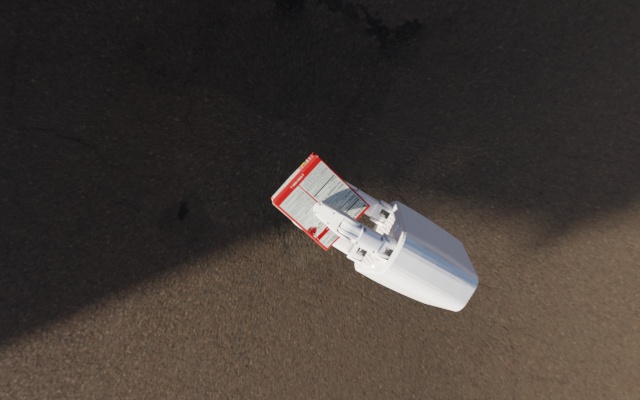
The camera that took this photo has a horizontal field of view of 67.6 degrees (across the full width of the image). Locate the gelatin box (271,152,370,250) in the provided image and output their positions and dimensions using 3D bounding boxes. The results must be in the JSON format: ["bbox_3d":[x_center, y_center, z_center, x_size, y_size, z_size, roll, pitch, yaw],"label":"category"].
[{"bbox_3d":[0.000,0.002,0.546,0.089,0.073,0.030,42,3,-17],"label":"gelatin box"}]
